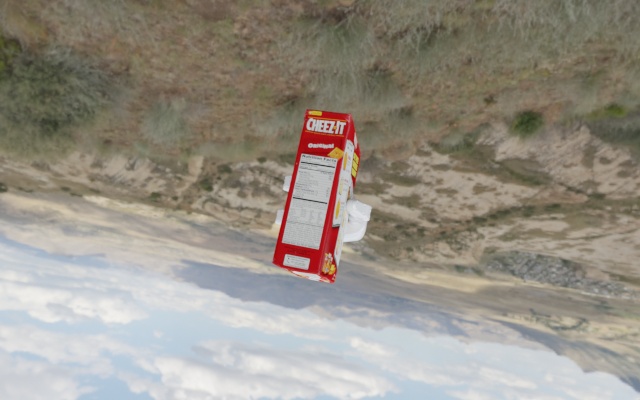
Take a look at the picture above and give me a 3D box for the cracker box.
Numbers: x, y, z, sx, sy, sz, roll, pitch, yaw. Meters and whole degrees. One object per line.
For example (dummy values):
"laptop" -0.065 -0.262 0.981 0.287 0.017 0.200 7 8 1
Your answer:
"cracker box" 0.000 0.002 0.677 0.072 0.213 0.164 9 -11 11
